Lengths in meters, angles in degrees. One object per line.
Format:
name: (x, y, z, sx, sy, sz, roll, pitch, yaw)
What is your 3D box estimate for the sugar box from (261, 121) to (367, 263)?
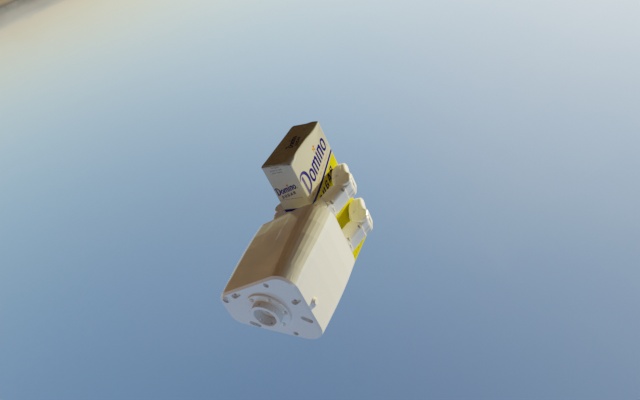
sugar box: (0.001, 0.002, 0.588, 0.048, 0.176, 0.093, -5, 36, 29)
